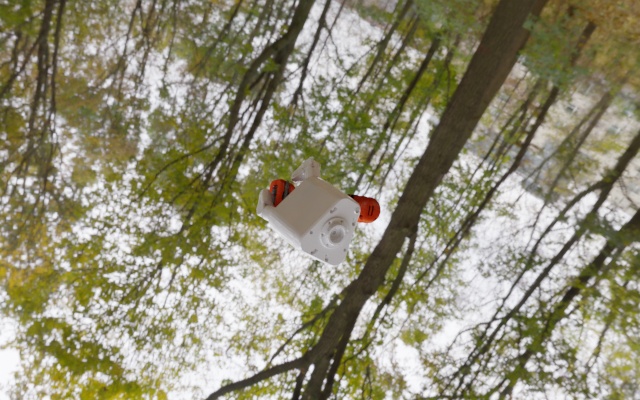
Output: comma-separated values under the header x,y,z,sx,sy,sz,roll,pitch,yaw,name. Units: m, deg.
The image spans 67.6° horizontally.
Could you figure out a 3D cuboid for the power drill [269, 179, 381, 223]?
x,y,z,sx,sy,sz,roll,pitch,yaw,name
0.000,0.003,0.885,0.187,0.057,0.184,8,-2,-14,power drill
